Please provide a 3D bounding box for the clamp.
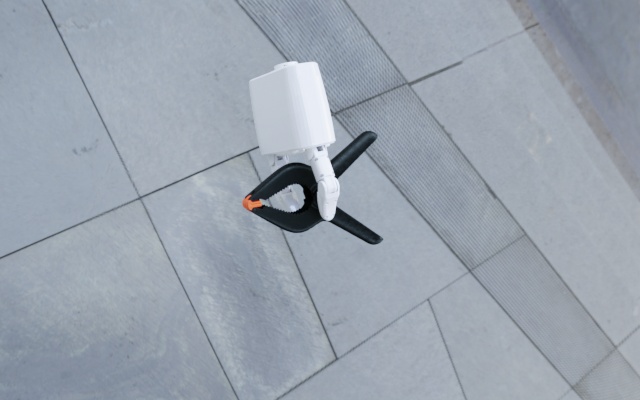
[{"bbox_3d":[0.000,0.002,0.656,0.210,0.164,0.036,-15,10,-24],"label":"clamp"}]
